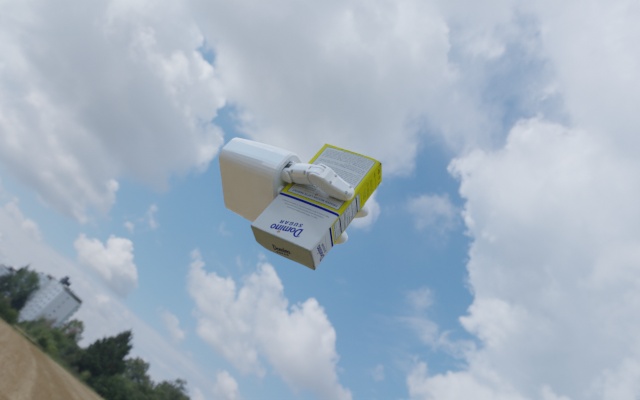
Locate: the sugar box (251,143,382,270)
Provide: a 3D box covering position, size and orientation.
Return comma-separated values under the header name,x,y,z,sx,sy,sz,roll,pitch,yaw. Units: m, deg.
name,x,y,z,sx,sy,sz,roll,pitch,yaw
sugar box,0.000,0.002,0.625,0.093,0.048,0.176,21,55,27
